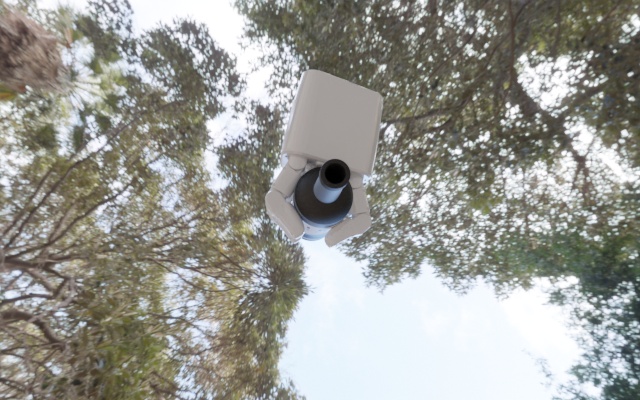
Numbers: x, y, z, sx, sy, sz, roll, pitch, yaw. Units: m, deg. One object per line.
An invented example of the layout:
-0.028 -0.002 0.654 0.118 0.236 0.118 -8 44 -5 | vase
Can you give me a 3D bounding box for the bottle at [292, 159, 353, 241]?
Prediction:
0.000 0.002 0.566 0.069 0.069 0.296 0 -10 -5 | bottle
